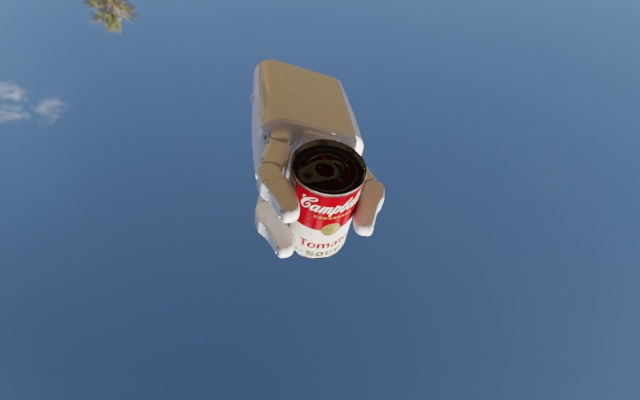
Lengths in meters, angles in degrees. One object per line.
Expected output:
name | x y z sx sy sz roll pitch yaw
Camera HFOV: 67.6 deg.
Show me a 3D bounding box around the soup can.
soup can | 0.000 0.002 0.457 0.068 0.068 0.102 0 -39 -11
